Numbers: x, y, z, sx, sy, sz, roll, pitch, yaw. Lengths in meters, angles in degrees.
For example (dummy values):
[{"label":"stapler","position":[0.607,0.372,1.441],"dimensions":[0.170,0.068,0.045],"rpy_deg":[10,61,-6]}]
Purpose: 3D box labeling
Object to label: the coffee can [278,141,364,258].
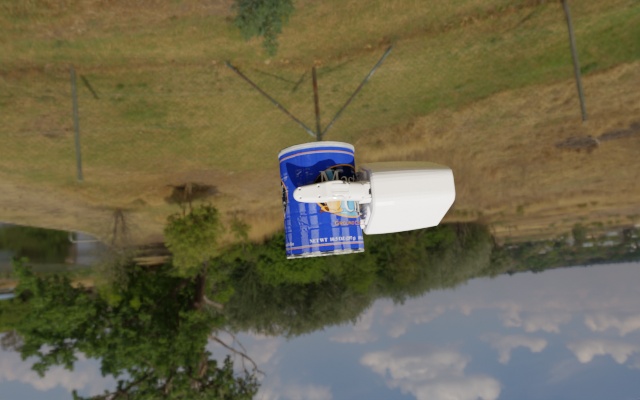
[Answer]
[{"label":"coffee can","position":[0.000,0.002,0.633],"dimensions":[0.103,0.140,0.103],"rpy_deg":[-5,-7,-1]}]
